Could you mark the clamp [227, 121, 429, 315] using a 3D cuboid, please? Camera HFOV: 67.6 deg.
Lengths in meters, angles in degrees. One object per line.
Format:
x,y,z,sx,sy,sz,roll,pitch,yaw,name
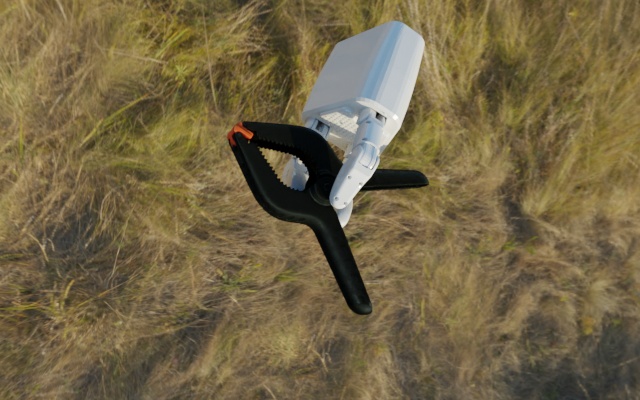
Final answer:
0.000,0.001,0.456,0.210,0.164,0.036,28,-22,-17,clamp
